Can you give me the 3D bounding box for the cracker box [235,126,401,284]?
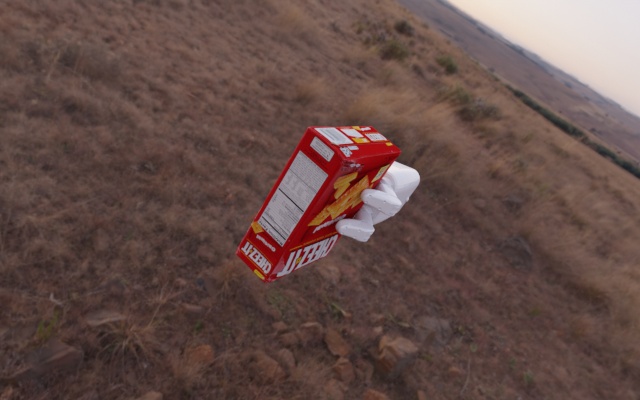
[{"bbox_3d":[0.000,0.002,0.659,0.072,0.214,0.164,43,28,20],"label":"cracker box"}]
